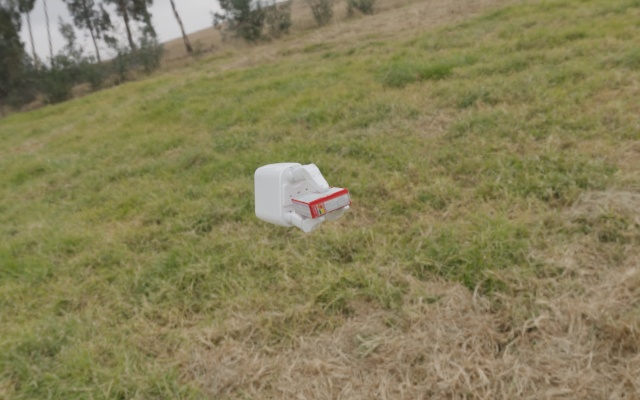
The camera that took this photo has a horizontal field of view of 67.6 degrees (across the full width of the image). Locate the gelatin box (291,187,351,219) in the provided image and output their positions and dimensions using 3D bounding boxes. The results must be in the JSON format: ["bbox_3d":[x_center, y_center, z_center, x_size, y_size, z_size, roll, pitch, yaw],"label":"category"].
[{"bbox_3d":[0.000,0.002,0.810,0.073,0.030,0.089,-20,12,-20],"label":"gelatin box"}]
